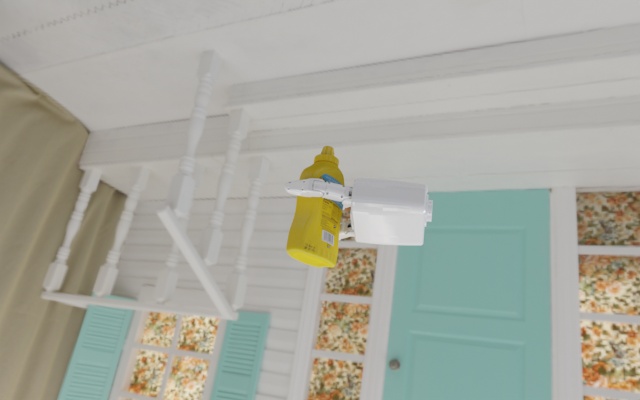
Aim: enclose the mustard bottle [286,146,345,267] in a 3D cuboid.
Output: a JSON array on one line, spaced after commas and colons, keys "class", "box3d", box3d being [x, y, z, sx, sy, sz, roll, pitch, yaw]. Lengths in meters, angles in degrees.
[{"class": "mustard bottle", "box3d": [0.000, 0.003, 0.751, 0.058, 0.191, 0.096, -6, -25, 36]}]
